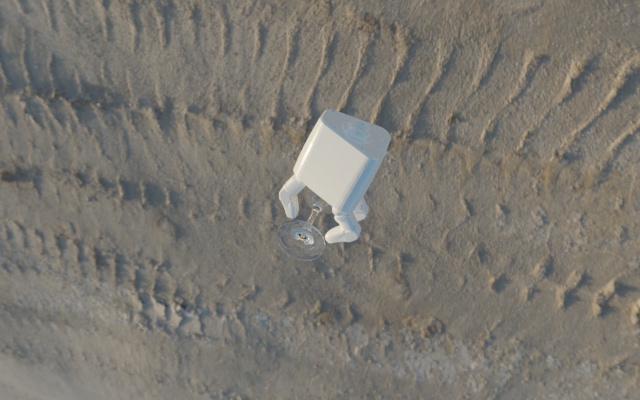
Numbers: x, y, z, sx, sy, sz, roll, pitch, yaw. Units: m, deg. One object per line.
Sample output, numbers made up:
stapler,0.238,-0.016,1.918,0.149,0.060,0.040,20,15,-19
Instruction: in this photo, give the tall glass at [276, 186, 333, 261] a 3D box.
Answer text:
tall glass,0.000,0.003,0.764,0.079,0.079,0.201,0,34,20
